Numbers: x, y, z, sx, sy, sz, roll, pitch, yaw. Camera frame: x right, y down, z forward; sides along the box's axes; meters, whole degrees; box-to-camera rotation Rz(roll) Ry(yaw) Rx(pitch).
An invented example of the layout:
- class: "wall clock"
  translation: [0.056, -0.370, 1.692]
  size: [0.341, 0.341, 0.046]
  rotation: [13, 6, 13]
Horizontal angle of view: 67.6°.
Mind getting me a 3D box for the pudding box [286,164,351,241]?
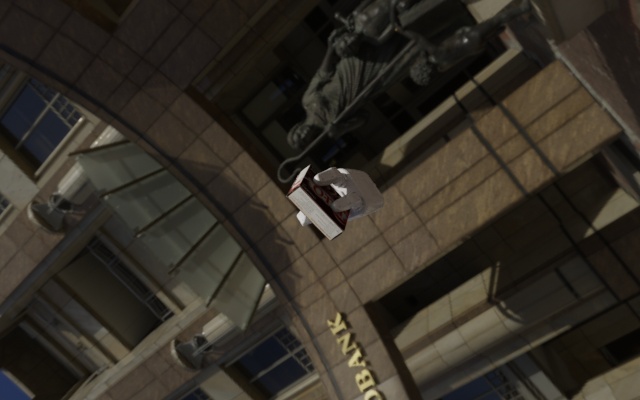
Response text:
- class: "pudding box"
  translation: [0.000, 0.003, 0.827]
  size: [0.039, 0.113, 0.090]
  rotation: [-40, 13, 26]
